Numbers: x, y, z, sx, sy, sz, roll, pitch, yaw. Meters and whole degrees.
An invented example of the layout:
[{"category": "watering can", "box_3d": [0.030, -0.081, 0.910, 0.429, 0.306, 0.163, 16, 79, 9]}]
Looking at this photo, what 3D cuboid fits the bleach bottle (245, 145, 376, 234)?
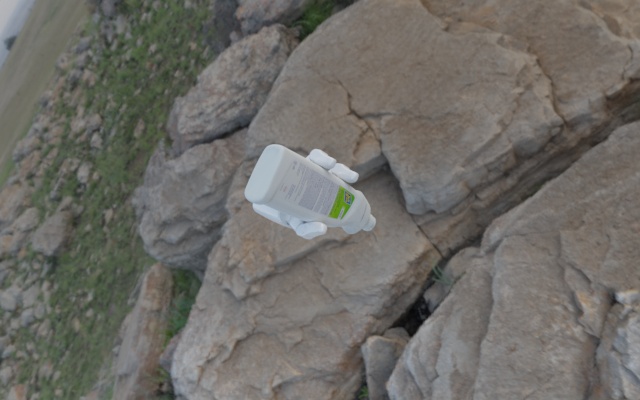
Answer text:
[{"category": "bleach bottle", "box_3d": [0.000, 0.003, 0.808, 0.251, 0.102, 0.068, 29, -8, -37]}]
